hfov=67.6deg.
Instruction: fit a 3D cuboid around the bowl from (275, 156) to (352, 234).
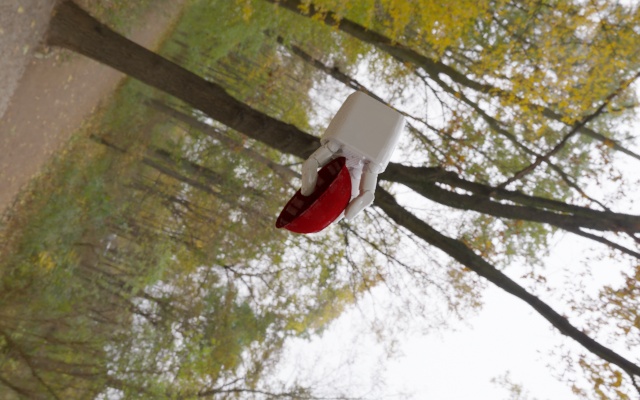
[{"bbox_3d":[0.000,0.004,0.789,0.055,0.162,0.162,45,-13,-13],"label":"bowl"}]
